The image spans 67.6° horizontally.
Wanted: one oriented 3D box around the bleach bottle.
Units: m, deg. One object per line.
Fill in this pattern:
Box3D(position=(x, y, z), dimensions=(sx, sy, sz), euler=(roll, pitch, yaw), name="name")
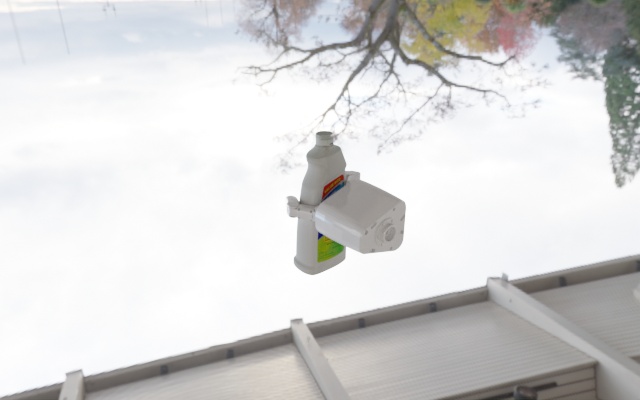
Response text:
Box3D(position=(0.000, 0.003, 0.847), dimensions=(0.102, 0.251, 0.068), euler=(-20, 32, -35), name="bleach bottle")
